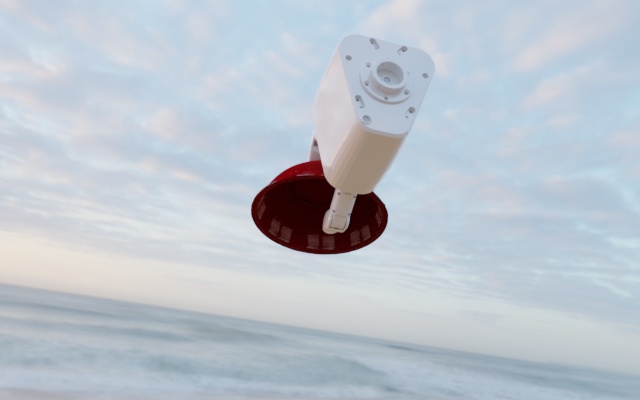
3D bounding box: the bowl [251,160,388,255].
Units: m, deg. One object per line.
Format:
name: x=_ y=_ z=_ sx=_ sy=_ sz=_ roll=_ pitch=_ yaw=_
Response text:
bowl: x=0.000 y=0.002 z=0.578 sx=0.162 sy=0.055 sz=0.162 roll=3 pitch=-38 yaw=2
